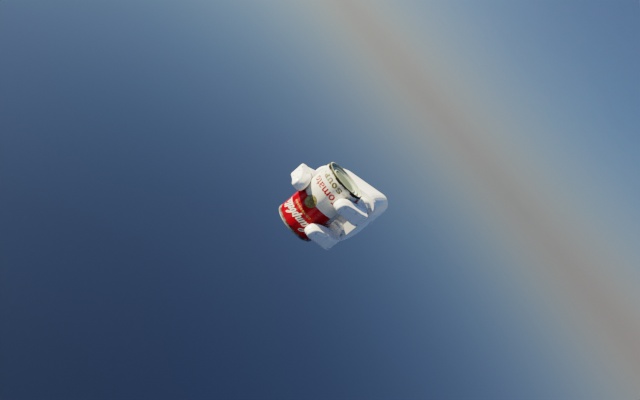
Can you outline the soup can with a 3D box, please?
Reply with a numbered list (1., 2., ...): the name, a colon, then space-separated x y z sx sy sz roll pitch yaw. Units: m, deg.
1. soup can: 0.000 0.002 0.685 0.102 0.068 0.068 -40 -14 17
